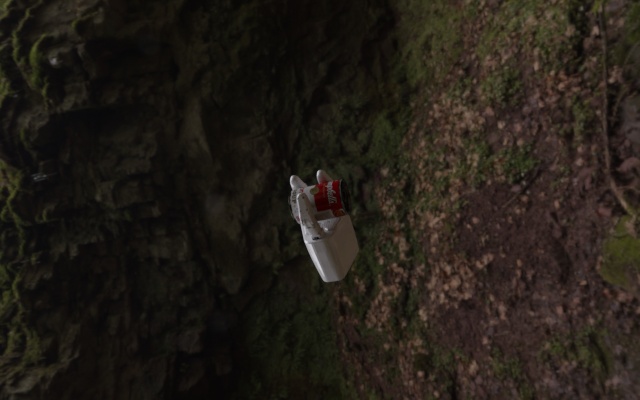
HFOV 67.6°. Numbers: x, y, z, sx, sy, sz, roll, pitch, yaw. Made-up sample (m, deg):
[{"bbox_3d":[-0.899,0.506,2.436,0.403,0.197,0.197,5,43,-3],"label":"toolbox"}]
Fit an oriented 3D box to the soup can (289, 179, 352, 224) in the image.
[{"bbox_3d":[0.000,0.003,0.890,0.102,0.068,0.068,-11,-3,17],"label":"soup can"}]
